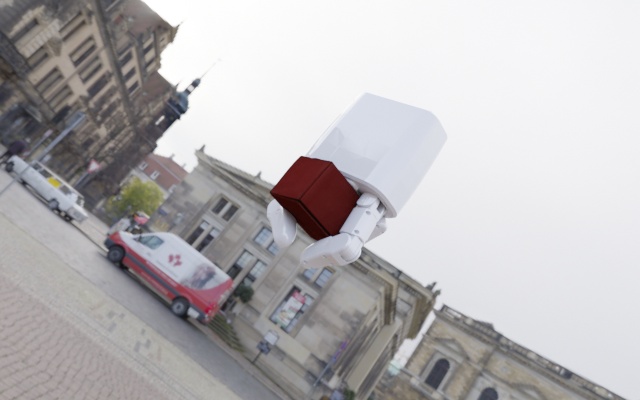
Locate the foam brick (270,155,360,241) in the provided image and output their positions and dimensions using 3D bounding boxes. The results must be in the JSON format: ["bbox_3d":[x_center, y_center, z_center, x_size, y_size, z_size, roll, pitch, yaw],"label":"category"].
[{"bbox_3d":[0.000,0.001,0.466,0.053,0.051,0.078,18,-26,51],"label":"foam brick"}]
